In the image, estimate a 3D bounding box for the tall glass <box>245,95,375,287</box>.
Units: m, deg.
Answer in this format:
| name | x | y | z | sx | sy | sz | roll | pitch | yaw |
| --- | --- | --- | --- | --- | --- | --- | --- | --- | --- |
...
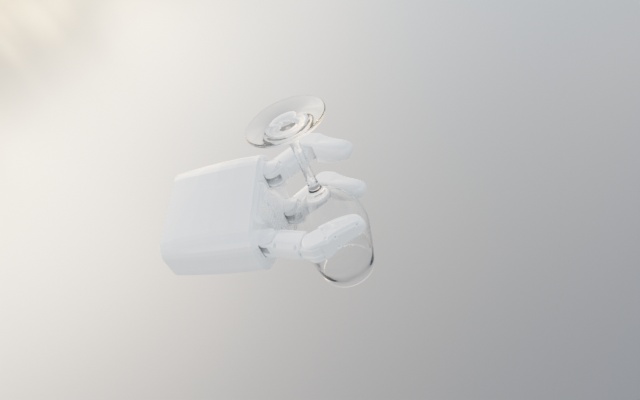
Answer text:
| name | x | y | z | sx | sy | sz | roll | pitch | yaw |
| --- | --- | --- | --- | --- | --- | --- | --- | --- | --- |
| tall glass | 0.000 | 0.001 | 0.470 | 0.079 | 0.201 | 0.079 | -14 | 40 | 12 |
